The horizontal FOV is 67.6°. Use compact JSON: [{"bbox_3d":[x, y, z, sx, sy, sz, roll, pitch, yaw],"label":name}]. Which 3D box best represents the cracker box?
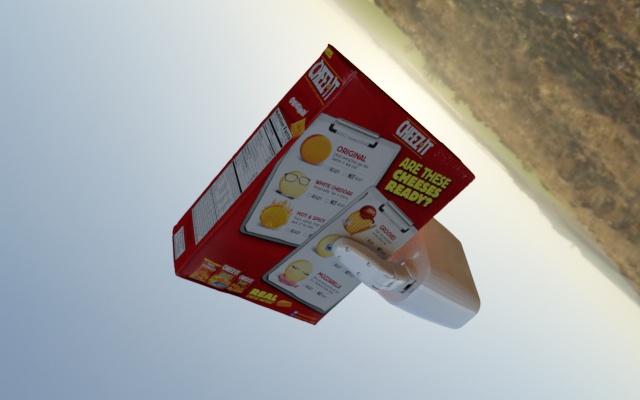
[{"bbox_3d":[0.000,0.002,0.418,0.164,0.214,0.072,31,21,-37],"label":"cracker box"}]
